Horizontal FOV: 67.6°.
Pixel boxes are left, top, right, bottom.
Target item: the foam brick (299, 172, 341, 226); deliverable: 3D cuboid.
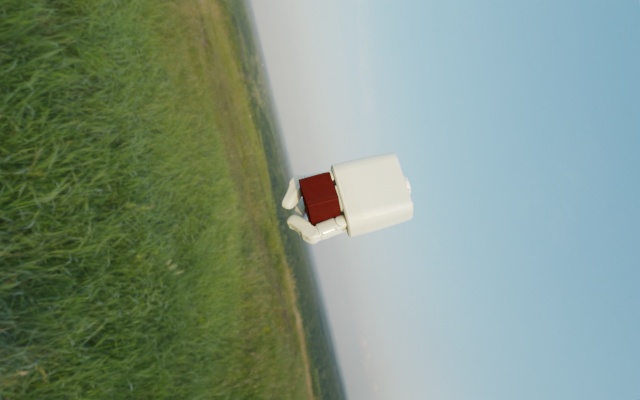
[{"bbox_3d":[0.000,0.002,0.742,0.051,0.053,0.078,-15,-35,-3],"label":"foam brick"}]
